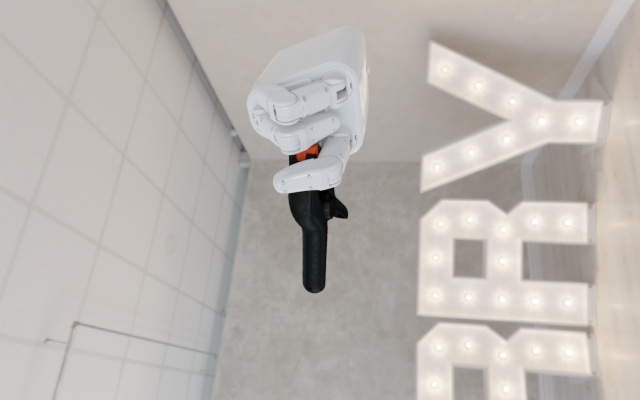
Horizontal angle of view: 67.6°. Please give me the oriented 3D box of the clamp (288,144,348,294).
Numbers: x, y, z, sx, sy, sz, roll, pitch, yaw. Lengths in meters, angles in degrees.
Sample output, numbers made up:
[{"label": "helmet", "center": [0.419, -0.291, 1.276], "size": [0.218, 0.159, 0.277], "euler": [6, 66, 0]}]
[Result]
[{"label": "clamp", "center": [-0.001, 0.002, 0.503], "size": [0.039, 0.172, 0.120], "euler": [5, 40, 12]}]
